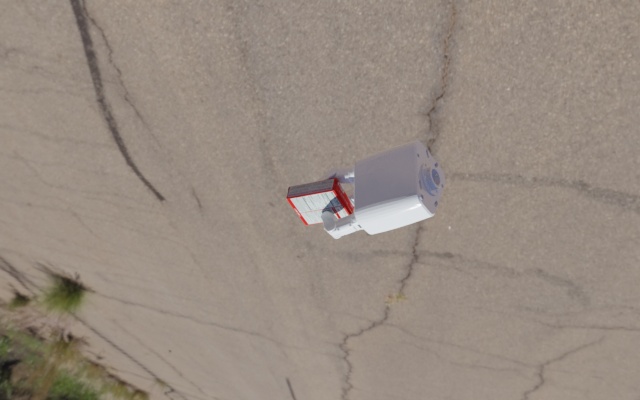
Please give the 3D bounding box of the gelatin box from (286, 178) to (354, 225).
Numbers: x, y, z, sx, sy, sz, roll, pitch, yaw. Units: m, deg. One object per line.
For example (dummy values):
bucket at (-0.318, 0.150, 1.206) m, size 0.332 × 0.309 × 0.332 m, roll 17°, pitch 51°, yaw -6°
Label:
gelatin box at (0.000, 0.003, 0.779) m, size 0.089 × 0.030 × 0.073 m, roll -11°, pitch -44°, yaw 25°
